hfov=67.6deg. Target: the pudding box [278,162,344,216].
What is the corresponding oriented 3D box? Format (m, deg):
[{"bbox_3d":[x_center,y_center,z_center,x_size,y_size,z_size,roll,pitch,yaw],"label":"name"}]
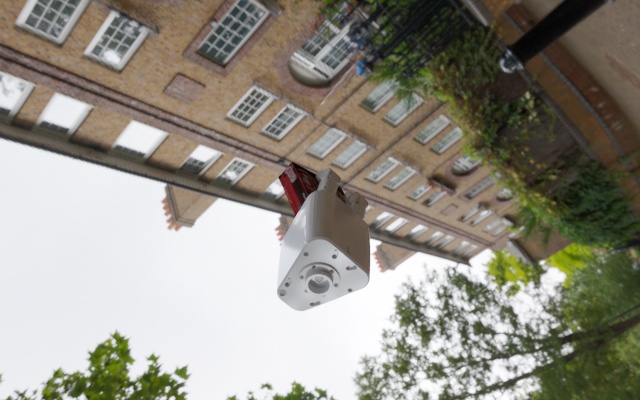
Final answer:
[{"bbox_3d":[0.000,0.002,0.690,0.039,0.090,0.113,-43,-42,19],"label":"pudding box"}]
